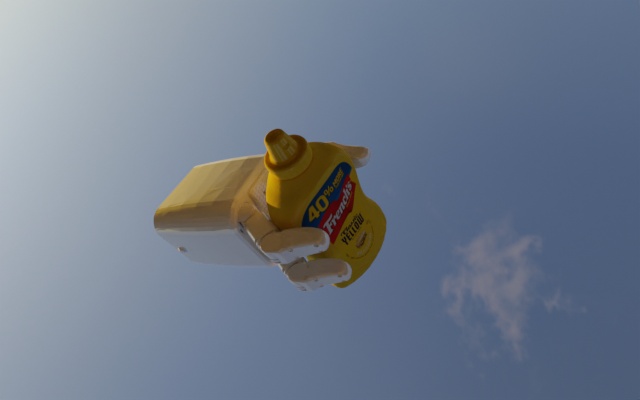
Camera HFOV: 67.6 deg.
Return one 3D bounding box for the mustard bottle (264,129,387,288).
[{"bbox_3d":[0.000,0.002,0.453,0.058,0.096,0.192,23,-21,39],"label":"mustard bottle"}]
